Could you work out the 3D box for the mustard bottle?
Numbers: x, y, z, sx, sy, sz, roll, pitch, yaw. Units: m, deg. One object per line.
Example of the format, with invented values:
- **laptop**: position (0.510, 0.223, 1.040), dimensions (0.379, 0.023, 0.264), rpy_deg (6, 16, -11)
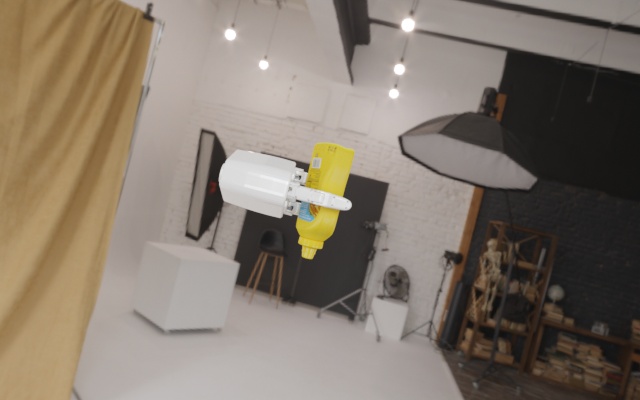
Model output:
- **mustard bottle**: position (0.001, 0.002, 0.794), dimensions (0.058, 0.191, 0.096), rpy_deg (14, 0, -27)
